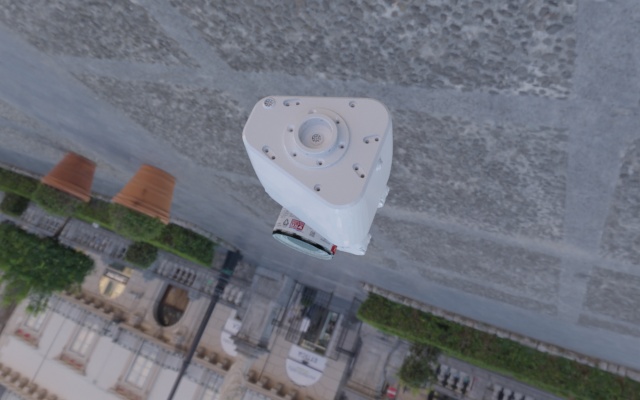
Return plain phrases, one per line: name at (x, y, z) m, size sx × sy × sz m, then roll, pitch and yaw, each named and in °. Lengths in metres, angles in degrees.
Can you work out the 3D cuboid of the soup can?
soup can at (0.000, 0.002, 0.492) m, size 0.068 × 0.102 × 0.068 m, roll 21°, pitch -15°, yaw 6°
